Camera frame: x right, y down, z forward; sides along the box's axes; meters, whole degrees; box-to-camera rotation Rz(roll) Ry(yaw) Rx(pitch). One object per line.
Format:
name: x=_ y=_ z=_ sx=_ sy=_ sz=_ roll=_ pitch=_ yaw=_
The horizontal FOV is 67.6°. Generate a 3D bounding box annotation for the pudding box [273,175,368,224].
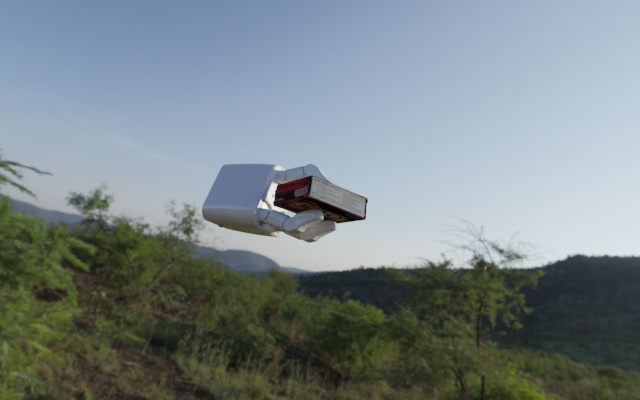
pudding box: x=0.000 y=0.002 z=0.713 sx=0.113 sy=0.039 sz=0.090 roll=19 pitch=-18 yaw=-35
